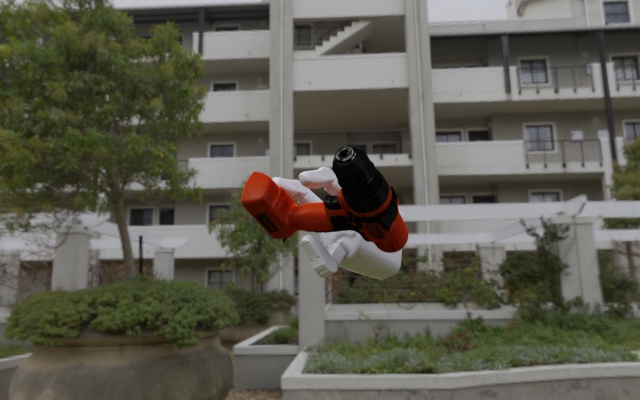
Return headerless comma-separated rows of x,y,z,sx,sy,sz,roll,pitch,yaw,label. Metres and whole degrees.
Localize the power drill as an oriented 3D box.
0.000,0.002,0.580,0.187,0.057,0.184,3,-34,29,power drill
